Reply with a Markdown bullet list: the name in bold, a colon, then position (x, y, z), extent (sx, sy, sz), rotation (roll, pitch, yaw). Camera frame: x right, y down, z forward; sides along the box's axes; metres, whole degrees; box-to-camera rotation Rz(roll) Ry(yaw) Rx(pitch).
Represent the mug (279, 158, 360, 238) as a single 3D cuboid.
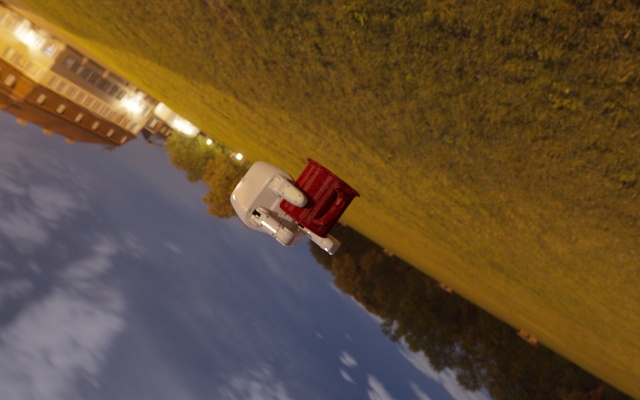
- **mug**: position (0.001, 0.003, 0.666), extent (0.093, 0.081, 0.117), rotation (36, -1, -26)
